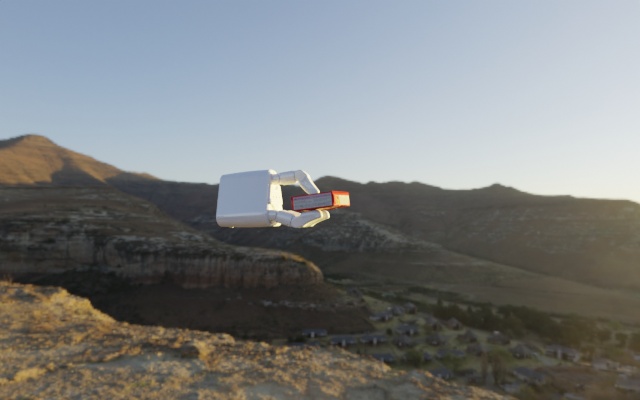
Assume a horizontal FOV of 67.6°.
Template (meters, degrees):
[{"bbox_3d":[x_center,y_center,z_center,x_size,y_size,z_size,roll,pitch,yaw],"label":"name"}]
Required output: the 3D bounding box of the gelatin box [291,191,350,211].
[{"bbox_3d":[0.000,0.002,0.899,0.089,0.030,0.073,-9,-5,27],"label":"gelatin box"}]
